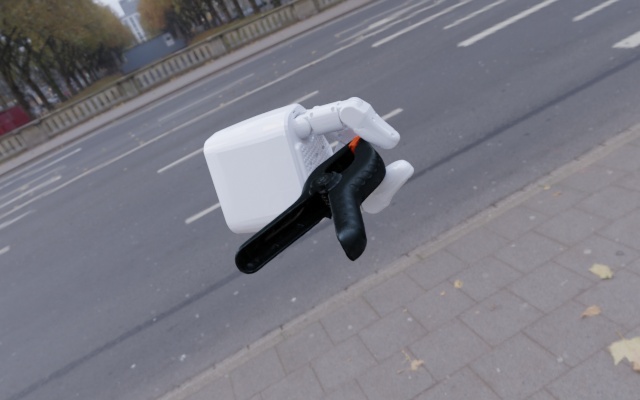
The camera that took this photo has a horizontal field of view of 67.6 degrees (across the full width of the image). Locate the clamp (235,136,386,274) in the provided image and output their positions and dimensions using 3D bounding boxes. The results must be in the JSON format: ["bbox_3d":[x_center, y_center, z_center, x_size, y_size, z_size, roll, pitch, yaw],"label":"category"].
[{"bbox_3d":[0.000,0.001,0.407,0.120,0.039,0.171,-12,27,27],"label":"clamp"}]
